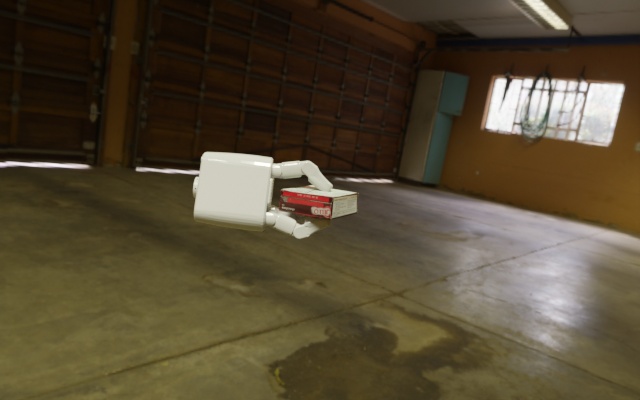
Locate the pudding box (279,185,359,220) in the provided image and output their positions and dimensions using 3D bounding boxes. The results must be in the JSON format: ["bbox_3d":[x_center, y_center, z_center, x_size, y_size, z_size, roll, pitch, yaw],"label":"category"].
[{"bbox_3d":[0.000,0.002,0.754,0.090,0.039,0.113,10,10,24],"label":"pudding box"}]
